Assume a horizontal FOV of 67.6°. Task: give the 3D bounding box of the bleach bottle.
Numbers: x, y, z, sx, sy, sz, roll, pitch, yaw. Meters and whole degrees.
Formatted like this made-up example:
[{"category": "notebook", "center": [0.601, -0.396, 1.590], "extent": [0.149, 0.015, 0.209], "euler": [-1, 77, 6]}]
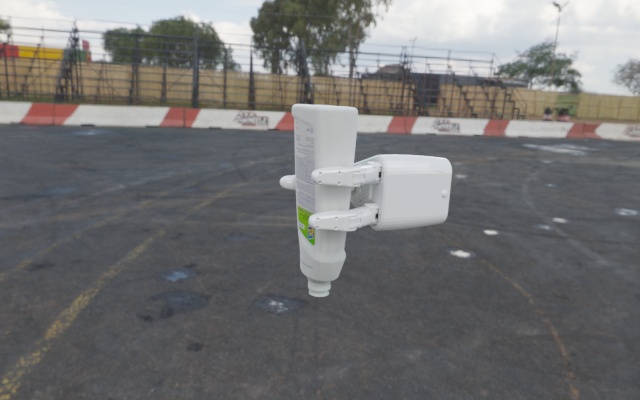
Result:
[{"category": "bleach bottle", "center": [0.000, 0.002, 0.633], "extent": [0.068, 0.251, 0.102], "euler": [-3, 14, -23]}]
